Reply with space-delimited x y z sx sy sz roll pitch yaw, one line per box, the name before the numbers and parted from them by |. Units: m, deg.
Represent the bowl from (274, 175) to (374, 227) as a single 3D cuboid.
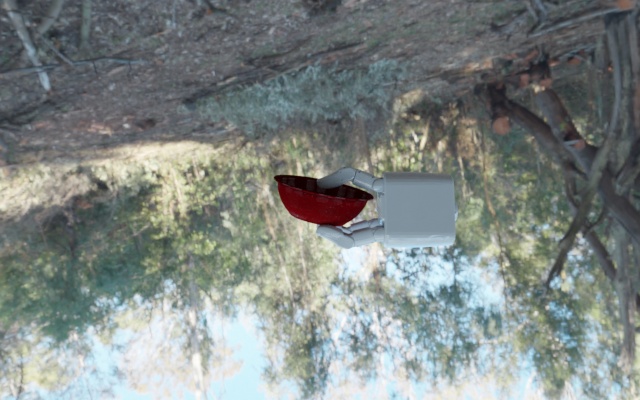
bowl | -0.001 0.003 0.761 0.162 0.055 0.162 12 10 -2
